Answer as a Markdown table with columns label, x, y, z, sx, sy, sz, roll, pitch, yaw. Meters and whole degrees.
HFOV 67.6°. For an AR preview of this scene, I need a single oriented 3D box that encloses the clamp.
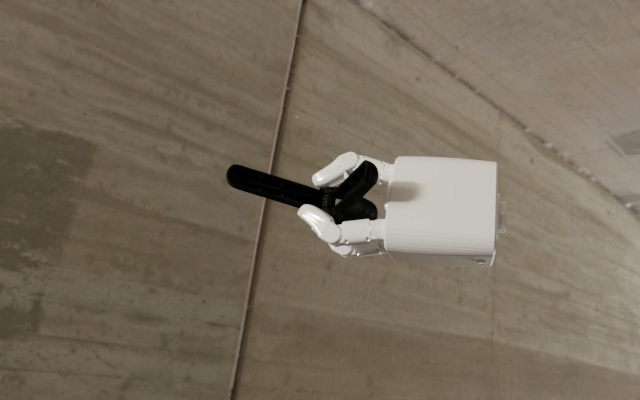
| label | x | y | z | sx | sy | sz | roll | pitch | yaw |
| --- | --- | --- | --- | --- | --- | --- | --- | --- | --- |
| clamp | 0.001 | 0.001 | 0.554 | 0.164 | 0.036 | 0.210 | 4 | -18 | 18 |
